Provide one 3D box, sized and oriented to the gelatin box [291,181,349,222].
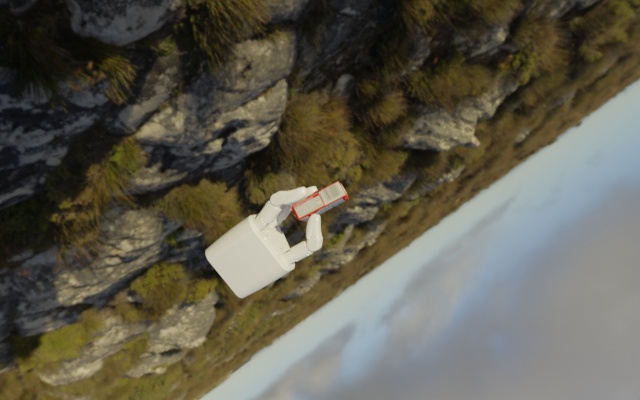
[{"bbox_3d":[0.001,0.003,0.790,0.089,0.030,0.073,-28,-7,4],"label":"gelatin box"}]
